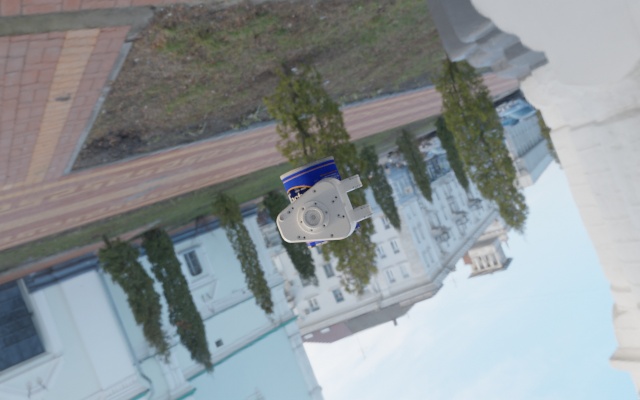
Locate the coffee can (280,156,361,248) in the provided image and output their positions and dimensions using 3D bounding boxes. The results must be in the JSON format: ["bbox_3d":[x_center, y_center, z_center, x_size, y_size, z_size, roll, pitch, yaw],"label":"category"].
[{"bbox_3d":[0.000,0.003,0.864,0.103,0.140,0.103,-21,0,0],"label":"coffee can"}]
